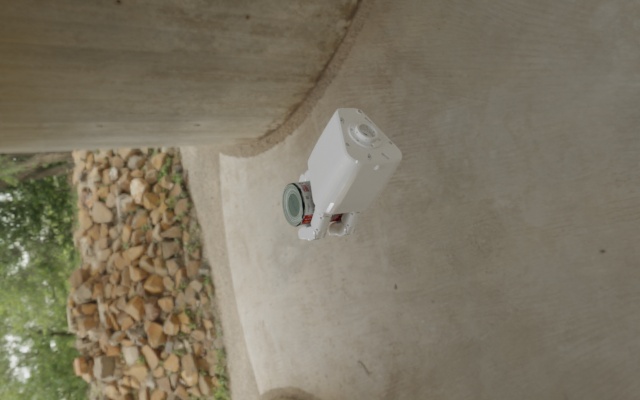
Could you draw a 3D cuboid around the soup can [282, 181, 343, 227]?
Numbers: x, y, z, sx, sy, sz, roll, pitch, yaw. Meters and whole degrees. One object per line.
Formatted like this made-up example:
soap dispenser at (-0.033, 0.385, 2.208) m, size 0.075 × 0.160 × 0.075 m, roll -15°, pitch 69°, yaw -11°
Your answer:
soup can at (0.000, 0.003, 0.743) m, size 0.102 × 0.068 × 0.068 m, roll -6°, pitch 3°, yaw -31°
